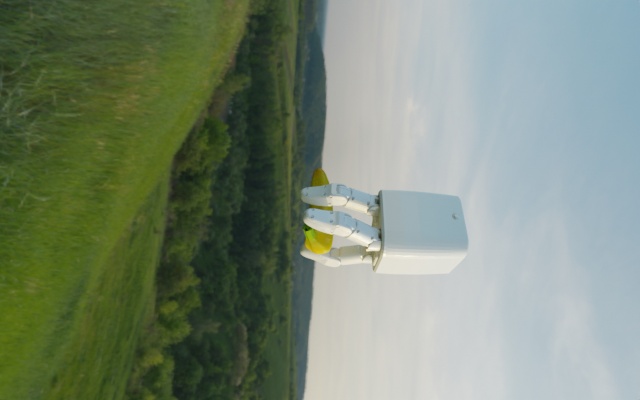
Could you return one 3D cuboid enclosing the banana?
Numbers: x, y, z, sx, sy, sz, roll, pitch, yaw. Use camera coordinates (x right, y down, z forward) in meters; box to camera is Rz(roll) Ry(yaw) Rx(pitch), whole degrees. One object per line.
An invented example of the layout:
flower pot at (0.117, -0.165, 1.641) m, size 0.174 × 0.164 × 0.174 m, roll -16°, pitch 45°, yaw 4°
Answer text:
banana at (0.000, 0.021, 0.661) m, size 0.037 × 0.070 × 0.197 m, roll 1°, pitch 25°, yaw 2°
